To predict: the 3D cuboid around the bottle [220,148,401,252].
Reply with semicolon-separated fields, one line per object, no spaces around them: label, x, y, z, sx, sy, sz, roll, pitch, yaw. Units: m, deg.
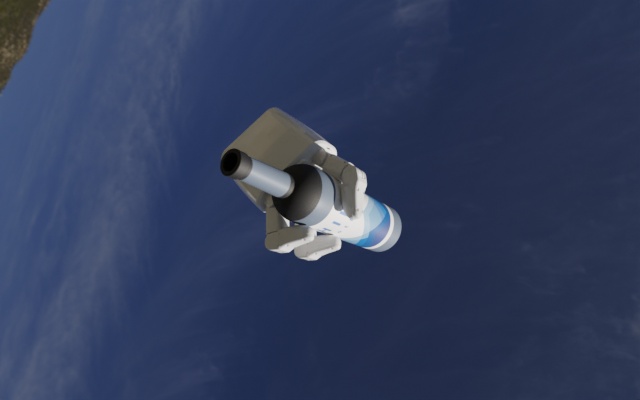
bottle;0.000;0.002;0.557;0.069;0.069;0.296;0;-15;36
